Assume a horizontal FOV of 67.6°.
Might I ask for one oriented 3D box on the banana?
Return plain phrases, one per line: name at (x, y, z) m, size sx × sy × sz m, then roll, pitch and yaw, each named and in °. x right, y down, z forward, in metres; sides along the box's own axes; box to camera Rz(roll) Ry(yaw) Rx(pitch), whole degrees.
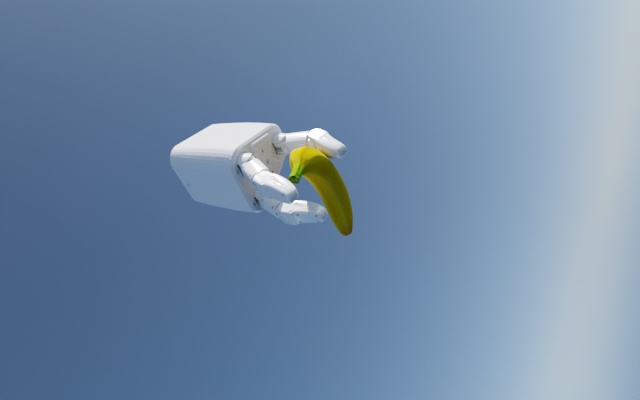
banana at (0.003, -0.017, 0.602) m, size 0.037 × 0.069 × 0.198 m, roll 3°, pitch -20°, yaw 25°
